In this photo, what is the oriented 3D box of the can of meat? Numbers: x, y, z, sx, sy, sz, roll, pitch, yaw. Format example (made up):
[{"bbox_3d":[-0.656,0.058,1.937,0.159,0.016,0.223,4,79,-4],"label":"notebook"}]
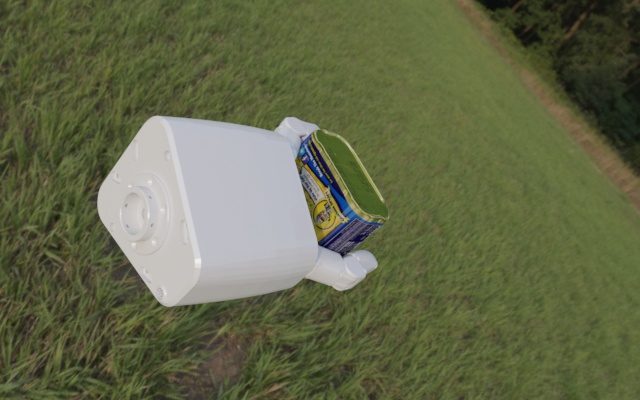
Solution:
[{"bbox_3d":[0.000,0.001,0.412,0.084,0.102,0.057,-43,-28,28],"label":"can of meat"}]
